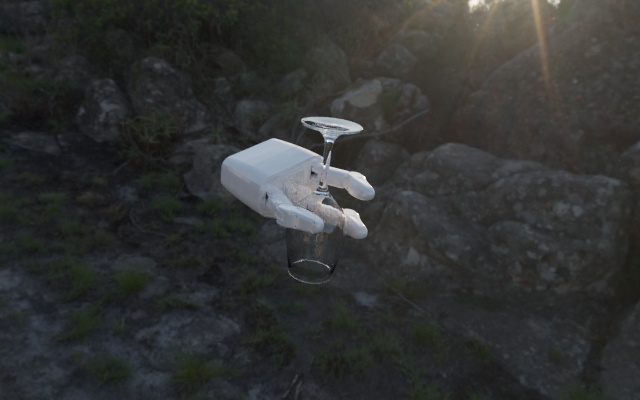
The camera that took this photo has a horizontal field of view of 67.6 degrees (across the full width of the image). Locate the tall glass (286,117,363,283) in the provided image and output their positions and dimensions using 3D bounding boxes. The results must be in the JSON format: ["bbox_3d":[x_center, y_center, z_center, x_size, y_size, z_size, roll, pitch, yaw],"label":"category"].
[{"bbox_3d":[0.000,0.001,0.597,0.079,0.201,0.079,7,21,-3],"label":"tall glass"}]
